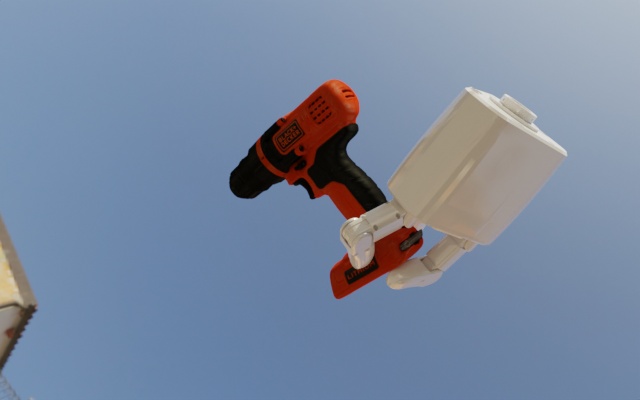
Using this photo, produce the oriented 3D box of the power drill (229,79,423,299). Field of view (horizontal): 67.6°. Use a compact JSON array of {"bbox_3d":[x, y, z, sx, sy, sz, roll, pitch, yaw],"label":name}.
[{"bbox_3d":[0.001,0.002,0.485,0.184,0.187,0.057,-36,-6,37],"label":"power drill"}]
